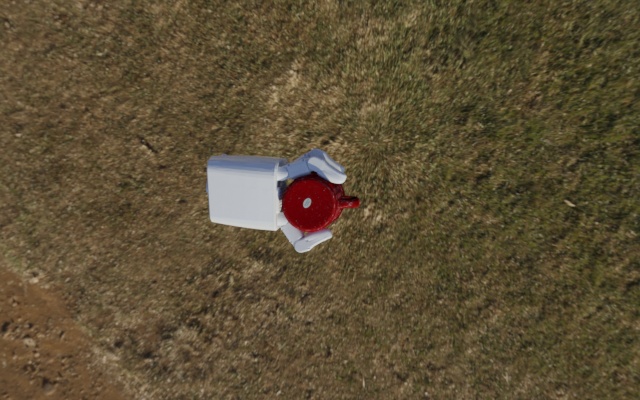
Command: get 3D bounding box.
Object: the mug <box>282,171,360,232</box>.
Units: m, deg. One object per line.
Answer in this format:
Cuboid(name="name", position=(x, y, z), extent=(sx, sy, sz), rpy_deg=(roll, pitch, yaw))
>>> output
Cuboid(name="mug", position=(0.002, 0.003, 0.718), extent=(0.117, 0.093, 0.081), rpy_deg=(4, 7, 7))
